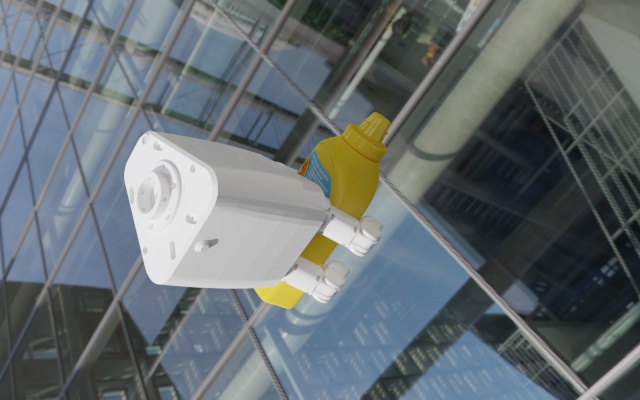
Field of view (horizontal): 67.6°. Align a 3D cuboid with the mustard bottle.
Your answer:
[{"bbox_3d":[0.000,0.002,0.442,0.058,0.192,0.096,25,22,-27],"label":"mustard bottle"}]
